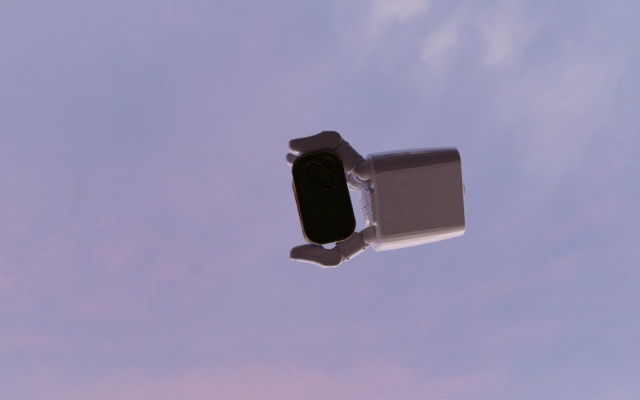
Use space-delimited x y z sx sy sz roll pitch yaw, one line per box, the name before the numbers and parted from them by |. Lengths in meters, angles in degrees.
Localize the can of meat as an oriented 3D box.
can of meat | 0.000 0.002 0.556 0.057 0.102 0.084 -12 -7 -7
